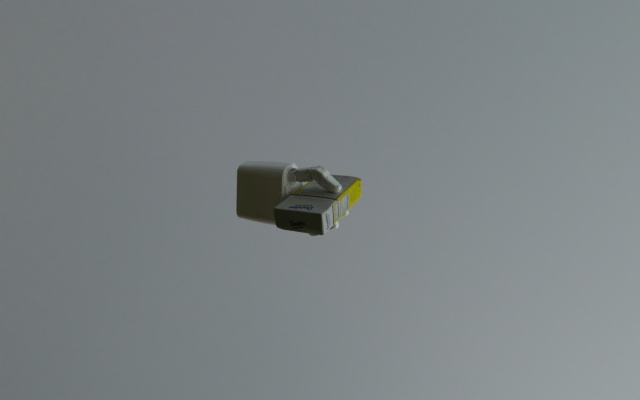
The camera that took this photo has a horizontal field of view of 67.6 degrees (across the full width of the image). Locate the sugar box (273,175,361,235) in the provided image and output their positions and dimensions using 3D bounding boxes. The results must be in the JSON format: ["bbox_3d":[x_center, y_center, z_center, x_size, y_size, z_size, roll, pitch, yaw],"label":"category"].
[{"bbox_3d":[0.000,0.003,0.853,0.093,0.048,0.176,7,27,25],"label":"sugar box"}]
